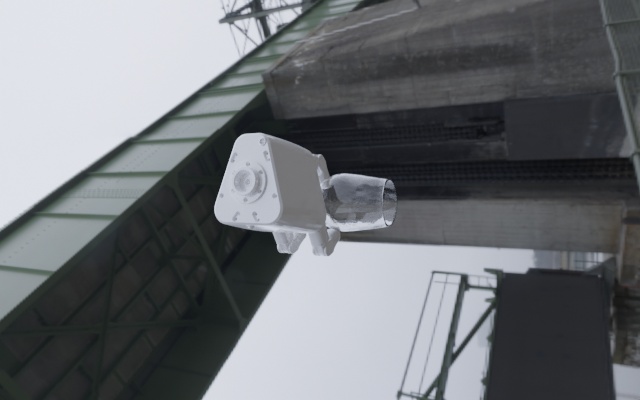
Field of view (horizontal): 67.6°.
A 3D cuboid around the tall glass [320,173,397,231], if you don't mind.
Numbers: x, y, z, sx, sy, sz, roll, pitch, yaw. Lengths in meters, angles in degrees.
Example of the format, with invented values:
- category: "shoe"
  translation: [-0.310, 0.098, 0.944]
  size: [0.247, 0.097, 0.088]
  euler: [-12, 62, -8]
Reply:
- category: "tall glass"
  translation: [0.000, 0.002, 0.657]
  size: [0.201, 0.079, 0.079]
  euler: [0, 0, 26]
